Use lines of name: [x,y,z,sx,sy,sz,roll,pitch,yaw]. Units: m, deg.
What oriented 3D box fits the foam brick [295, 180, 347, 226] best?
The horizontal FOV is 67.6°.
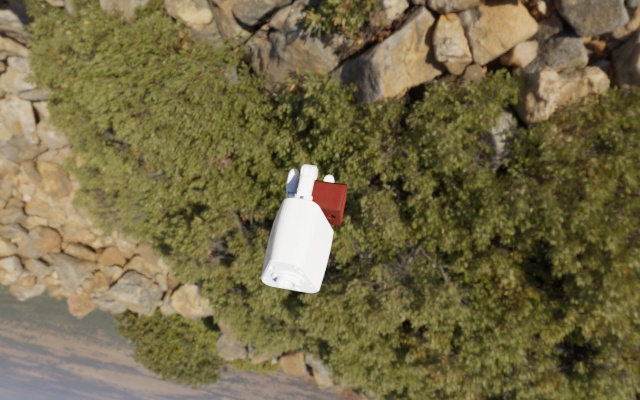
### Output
foam brick: [0.000,0.002,0.765,0.078,0.051,0.053,8,-31,7]
